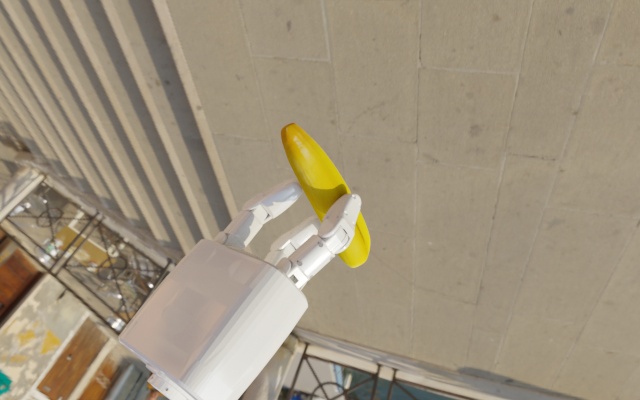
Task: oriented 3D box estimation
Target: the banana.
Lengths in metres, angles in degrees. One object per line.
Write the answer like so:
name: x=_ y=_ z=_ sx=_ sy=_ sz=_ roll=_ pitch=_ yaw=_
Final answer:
banana: x=0.012 y=0.012 z=0.463 sx=0.069 sy=0.037 sz=0.198 roll=37 pitch=-19 yaw=40
